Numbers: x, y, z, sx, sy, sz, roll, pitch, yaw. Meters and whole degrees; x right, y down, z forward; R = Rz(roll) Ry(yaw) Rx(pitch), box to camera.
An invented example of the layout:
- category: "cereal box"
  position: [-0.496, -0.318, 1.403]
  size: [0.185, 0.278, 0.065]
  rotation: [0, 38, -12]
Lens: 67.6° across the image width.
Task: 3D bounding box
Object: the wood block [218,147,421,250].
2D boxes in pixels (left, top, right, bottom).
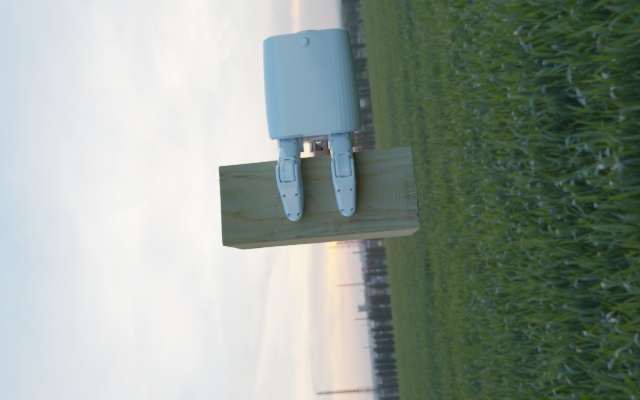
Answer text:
- category: "wood block"
  position: [0.000, 0.001, 0.540]
  size: [0.206, 0.090, 0.091]
  rotation: [-5, -8, 4]
